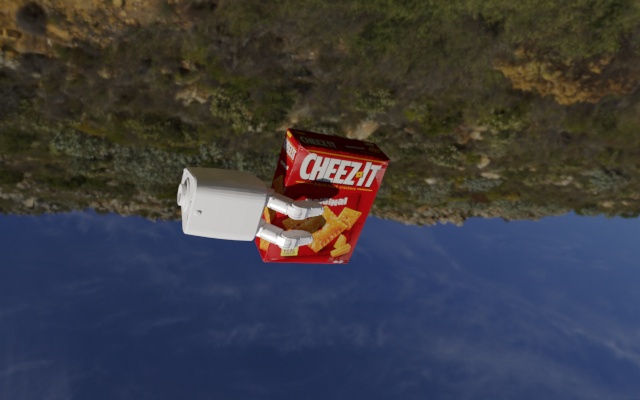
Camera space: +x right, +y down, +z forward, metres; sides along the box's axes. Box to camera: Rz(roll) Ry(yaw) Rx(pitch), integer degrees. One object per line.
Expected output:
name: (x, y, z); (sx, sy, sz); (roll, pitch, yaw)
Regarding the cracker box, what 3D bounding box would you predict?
cracker box: (0.000, 0.003, 0.789); (0.164, 0.214, 0.072); (6, 29, -27)
